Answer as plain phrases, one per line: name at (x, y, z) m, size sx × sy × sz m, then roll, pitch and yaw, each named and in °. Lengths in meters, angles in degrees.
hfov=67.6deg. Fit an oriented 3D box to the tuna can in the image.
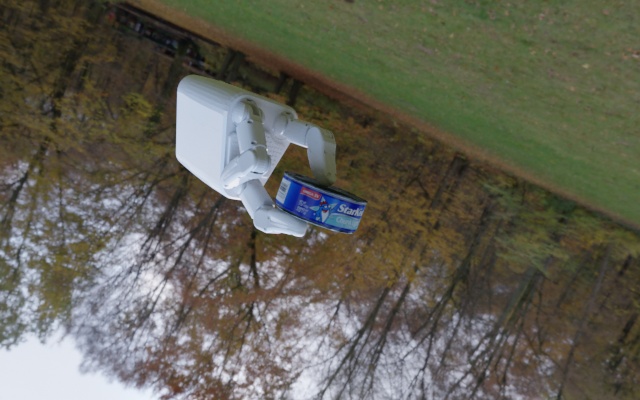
tuna can at (0.000, 0.002, 0.464) m, size 0.086 × 0.034 × 0.086 m, roll 20°, pitch 6°, yaw -2°
